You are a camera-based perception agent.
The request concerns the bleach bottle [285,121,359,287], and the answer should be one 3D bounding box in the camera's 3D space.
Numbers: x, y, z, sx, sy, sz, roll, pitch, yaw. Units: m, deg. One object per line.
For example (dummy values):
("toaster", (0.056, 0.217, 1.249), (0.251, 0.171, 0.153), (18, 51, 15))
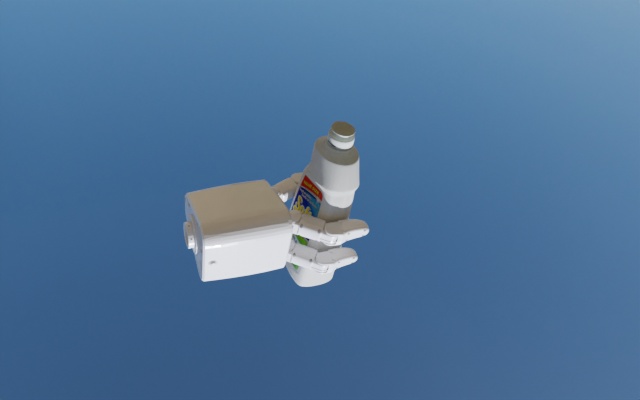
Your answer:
("bleach bottle", (0.000, 0.002, 0.627), (0.068, 0.251, 0.102), (-9, 48, -23))
